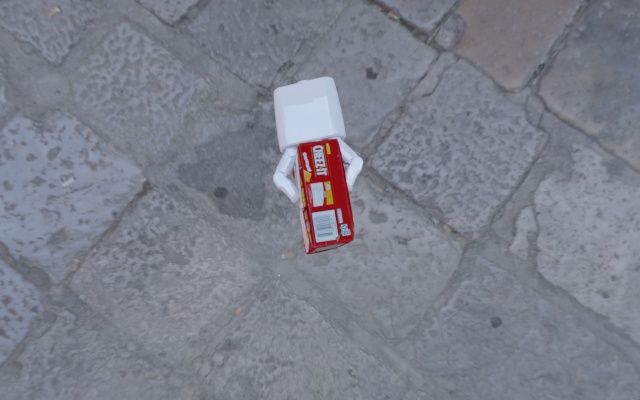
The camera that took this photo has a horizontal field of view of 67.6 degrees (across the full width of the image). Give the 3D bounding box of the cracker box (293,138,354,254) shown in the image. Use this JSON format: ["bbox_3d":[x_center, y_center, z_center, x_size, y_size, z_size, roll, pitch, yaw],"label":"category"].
[{"bbox_3d":[0.000,0.003,0.823,0.072,0.164,0.214,-8,-8,-6],"label":"cracker box"}]
